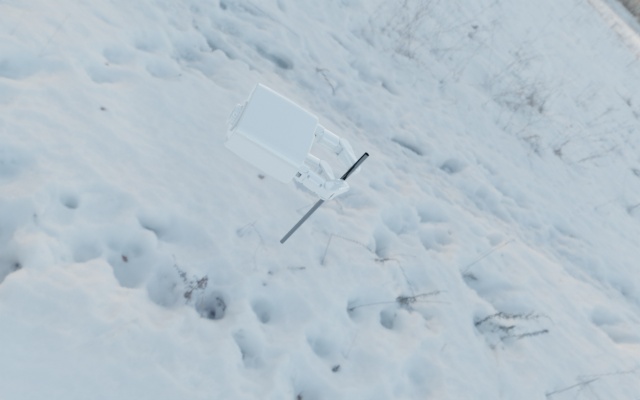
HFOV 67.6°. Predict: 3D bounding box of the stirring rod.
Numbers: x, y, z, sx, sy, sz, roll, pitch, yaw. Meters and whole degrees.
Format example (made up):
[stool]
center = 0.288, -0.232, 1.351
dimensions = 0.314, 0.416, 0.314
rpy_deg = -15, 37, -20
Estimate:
[stirring rod]
center = 0.000, 0.003, 0.767
dimensions = 0.011, 0.011, 0.240
rpy_deg = 0, -36, -44
